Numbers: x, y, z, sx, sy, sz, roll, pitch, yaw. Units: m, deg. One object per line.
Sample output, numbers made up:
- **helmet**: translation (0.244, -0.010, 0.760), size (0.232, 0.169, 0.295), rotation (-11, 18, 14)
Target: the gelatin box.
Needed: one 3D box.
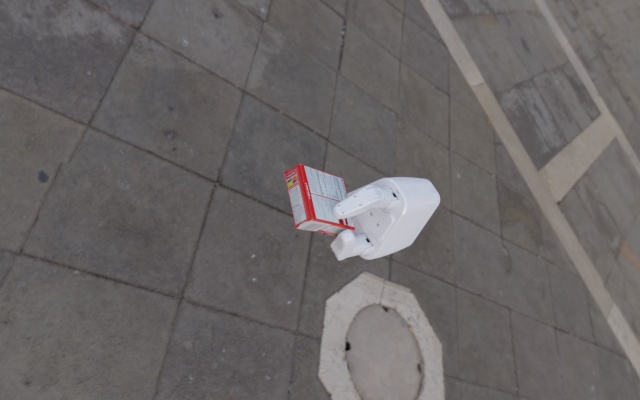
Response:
- **gelatin box**: translation (0.000, 0.002, 0.580), size (0.030, 0.073, 0.089), rotation (-27, -26, 32)
